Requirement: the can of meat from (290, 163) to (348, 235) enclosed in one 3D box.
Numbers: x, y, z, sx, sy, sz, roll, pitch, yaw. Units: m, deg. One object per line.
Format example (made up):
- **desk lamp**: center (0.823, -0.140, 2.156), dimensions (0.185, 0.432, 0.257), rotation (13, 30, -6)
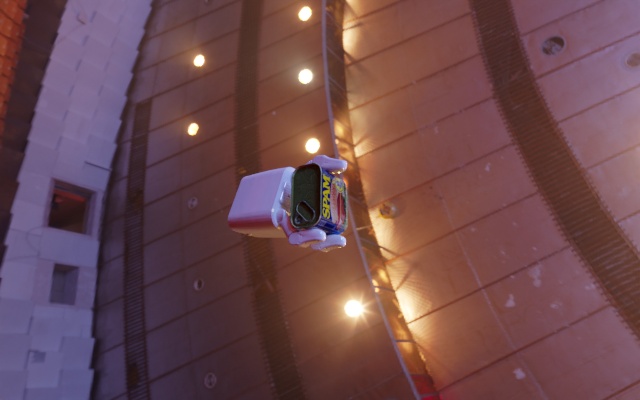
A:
- **can of meat**: center (0.000, 0.002, 0.760), dimensions (0.057, 0.102, 0.084), rotation (-11, -20, 33)
